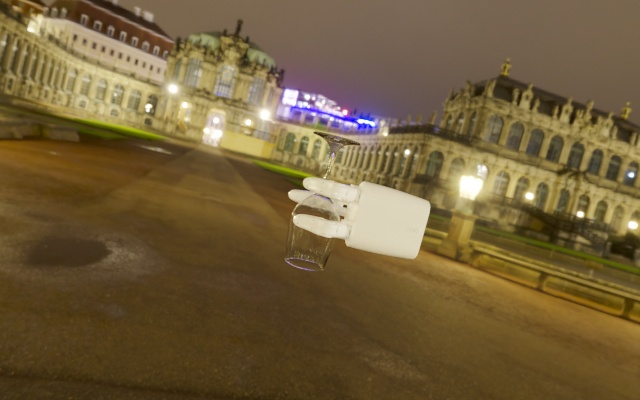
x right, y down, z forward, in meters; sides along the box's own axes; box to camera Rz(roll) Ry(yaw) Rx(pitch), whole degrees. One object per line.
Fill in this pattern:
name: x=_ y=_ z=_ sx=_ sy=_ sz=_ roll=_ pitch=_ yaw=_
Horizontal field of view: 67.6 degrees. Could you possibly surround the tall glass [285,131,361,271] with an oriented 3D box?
tall glass: x=0.000 y=0.002 z=0.722 sx=0.079 sy=0.201 sz=0.079 roll=15 pitch=4 yaw=-1
